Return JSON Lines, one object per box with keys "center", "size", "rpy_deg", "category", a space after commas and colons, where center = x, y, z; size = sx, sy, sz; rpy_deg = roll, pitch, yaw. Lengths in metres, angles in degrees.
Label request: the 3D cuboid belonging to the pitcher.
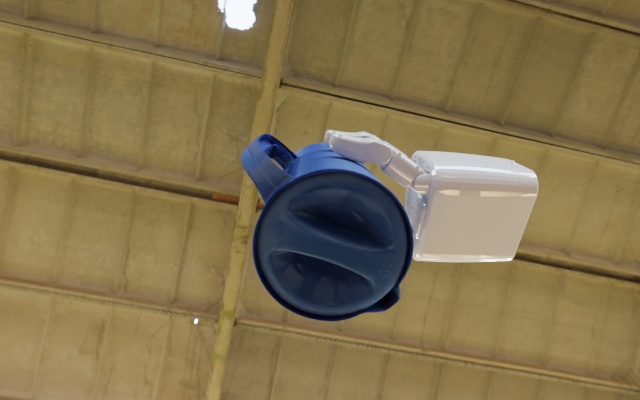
{"center": [0.000, 0.002, 0.498], "size": [0.145, 0.149, 0.242], "rpy_deg": [1, 15, -3], "category": "pitcher"}
